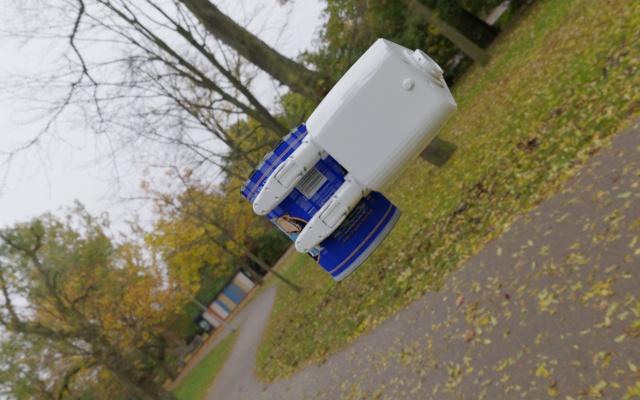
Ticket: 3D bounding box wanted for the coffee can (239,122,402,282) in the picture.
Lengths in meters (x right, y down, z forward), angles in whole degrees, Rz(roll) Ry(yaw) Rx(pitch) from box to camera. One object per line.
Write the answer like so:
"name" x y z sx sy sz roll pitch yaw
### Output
"coffee can" 0.000 0.002 0.510 0.140 0.103 0.103 42 -1 -1
